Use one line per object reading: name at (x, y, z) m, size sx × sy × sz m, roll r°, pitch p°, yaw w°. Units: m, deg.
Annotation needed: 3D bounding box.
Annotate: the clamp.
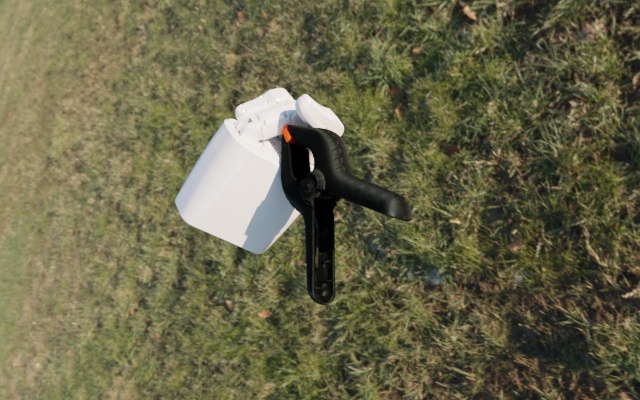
clamp at (0.000, 0.001, 0.419) m, size 0.039 × 0.120 × 0.171 m, roll 19°, pitch 26°, yaw -40°
